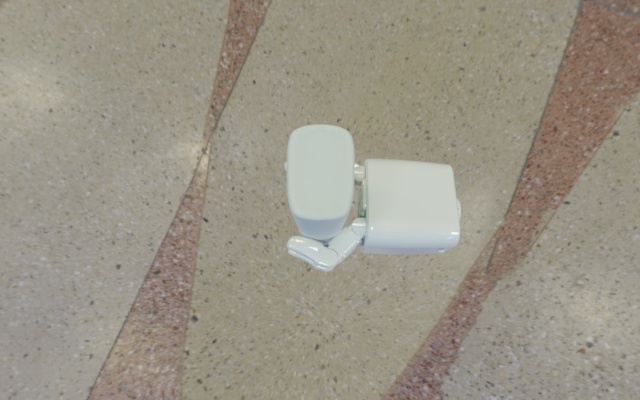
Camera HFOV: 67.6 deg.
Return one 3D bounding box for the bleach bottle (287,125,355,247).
[{"bbox_3d":[0.000,0.002,0.583,0.068,0.102,0.251,1,-13,0],"label":"bleach bottle"}]
